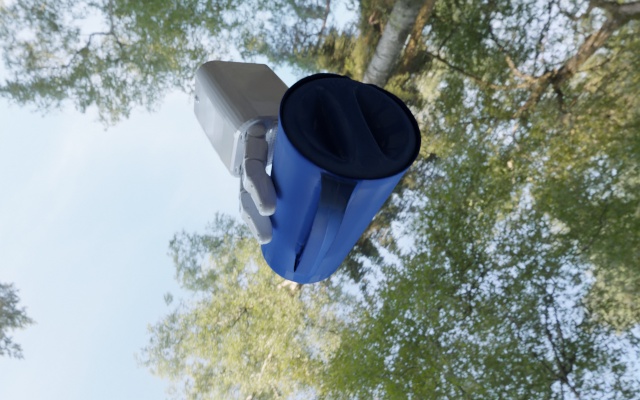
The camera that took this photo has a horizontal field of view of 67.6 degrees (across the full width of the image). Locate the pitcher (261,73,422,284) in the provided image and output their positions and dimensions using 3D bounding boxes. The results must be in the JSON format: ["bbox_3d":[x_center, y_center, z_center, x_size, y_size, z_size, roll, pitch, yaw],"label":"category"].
[{"bbox_3d":[0.000,0.002,0.515,0.149,0.145,0.243,-25,-25,-30],"label":"pitcher"}]
